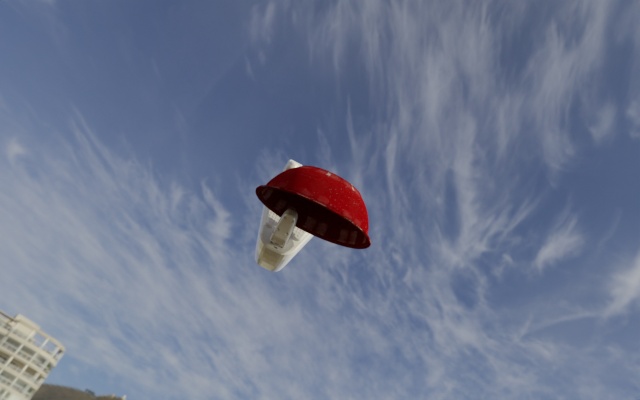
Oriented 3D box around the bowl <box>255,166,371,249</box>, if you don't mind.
[{"bbox_3d":[0.001,0.001,0.613,0.162,0.055,0.162,24,-16,7],"label":"bowl"}]
